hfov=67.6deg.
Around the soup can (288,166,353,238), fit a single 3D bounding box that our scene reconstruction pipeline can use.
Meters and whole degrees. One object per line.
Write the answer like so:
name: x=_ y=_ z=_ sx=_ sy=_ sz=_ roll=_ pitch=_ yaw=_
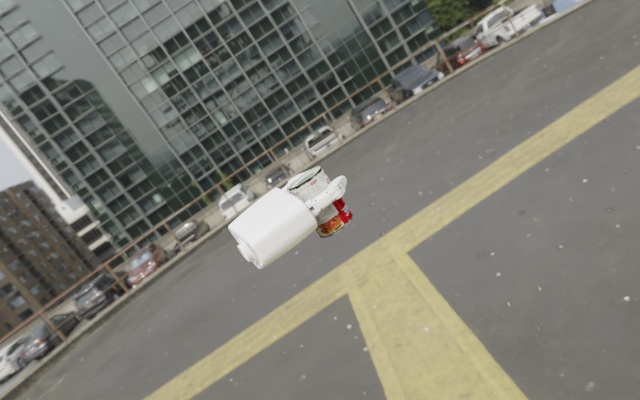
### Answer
soup can: x=0.000 y=0.002 z=0.802 sx=0.068 sy=0.102 sz=0.068 roll=-32 pitch=14 yaw=9
